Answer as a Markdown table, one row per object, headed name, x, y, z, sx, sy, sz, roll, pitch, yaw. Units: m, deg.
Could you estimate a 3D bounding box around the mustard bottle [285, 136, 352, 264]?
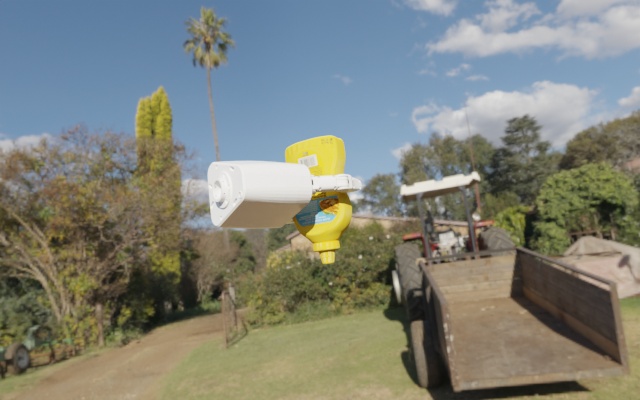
| name | x | y | z | sx | sy | sz | roll | pitch | yaw |
| --- | --- | --- | --- | --- | --- | --- | --- | --- | --- |
| mustard bottle | 0.000 | 0.002 | 0.741 | 0.096 | 0.191 | 0.058 | -11 | -9 | 28 |
